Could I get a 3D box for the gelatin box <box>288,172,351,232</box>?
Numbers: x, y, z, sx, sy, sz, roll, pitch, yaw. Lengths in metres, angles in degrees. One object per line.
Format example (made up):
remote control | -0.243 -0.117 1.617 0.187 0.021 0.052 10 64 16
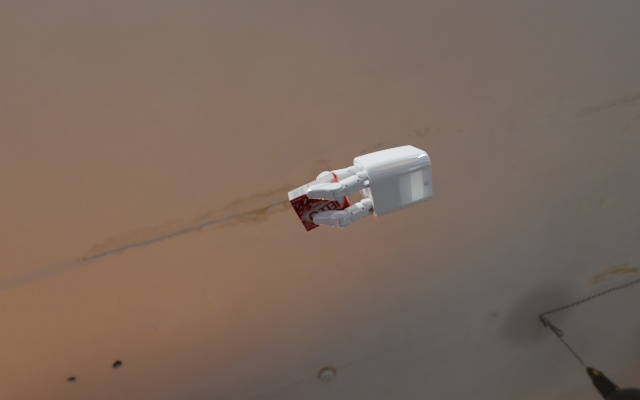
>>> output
gelatin box | 0.000 0.003 0.810 0.089 0.073 0.030 -25 34 6
